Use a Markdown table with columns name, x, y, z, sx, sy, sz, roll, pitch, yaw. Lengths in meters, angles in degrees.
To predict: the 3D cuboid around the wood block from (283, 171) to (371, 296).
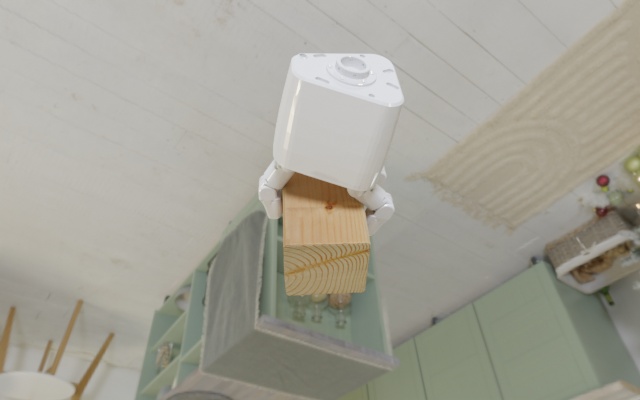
| name | x | y | z | sx | sy | sz | roll | pitch | yaw |
| --- | --- | --- | --- | --- | --- | --- | --- | --- | --- |
| wood block | 0.000 | 0.002 | 0.578 | 0.091 | 0.206 | 0.090 | -2 | -45 | -3 |
